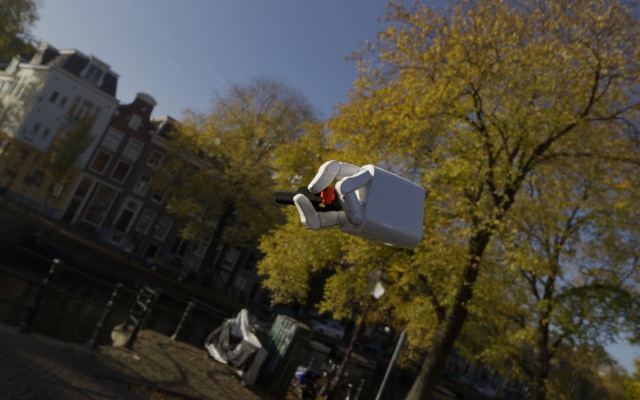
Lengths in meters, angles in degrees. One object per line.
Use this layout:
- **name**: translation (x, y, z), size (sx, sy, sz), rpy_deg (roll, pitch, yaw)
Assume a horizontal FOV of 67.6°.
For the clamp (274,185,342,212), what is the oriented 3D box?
- **clamp**: translation (0.000, 0.002, 0.809), size (0.120, 0.039, 0.171), rpy_deg (10, -5, -22)
